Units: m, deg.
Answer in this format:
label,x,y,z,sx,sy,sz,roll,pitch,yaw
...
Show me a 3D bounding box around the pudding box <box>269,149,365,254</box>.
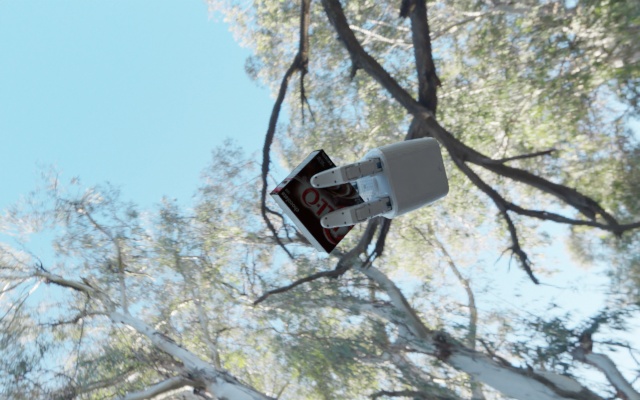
label,x,y,z,sx,sy,sz,roll,pitch,yaw
pudding box,0.000,0.002,0.645,0.090,0.113,0.039,-47,17,-20
